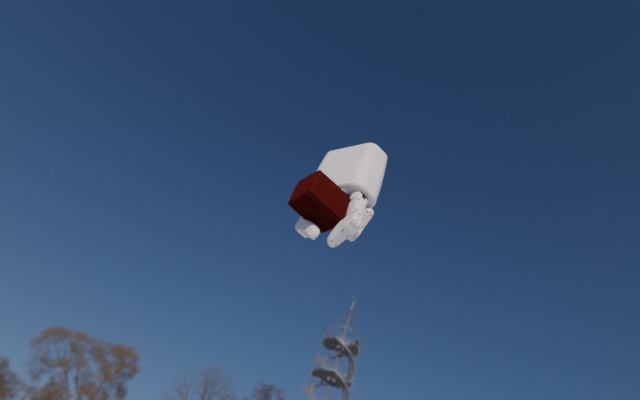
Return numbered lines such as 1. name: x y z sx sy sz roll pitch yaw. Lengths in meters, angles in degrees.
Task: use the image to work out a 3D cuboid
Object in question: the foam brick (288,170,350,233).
1. foam brick: 0.000 0.002 0.723 0.078 0.051 0.053 42 -42 -22
